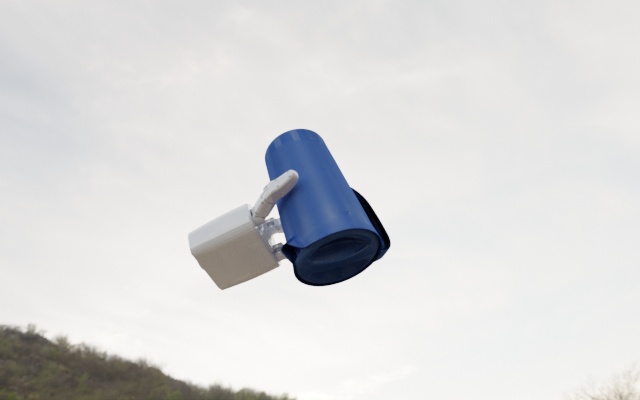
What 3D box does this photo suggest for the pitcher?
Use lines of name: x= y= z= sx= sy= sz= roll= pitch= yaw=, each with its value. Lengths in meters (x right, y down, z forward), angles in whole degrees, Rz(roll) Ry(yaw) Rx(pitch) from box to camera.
pitcher: x=0.000 y=0.003 z=0.749 sx=0.145 sy=0.242 sz=0.149 roll=-26 pitch=-39 yaw=5
